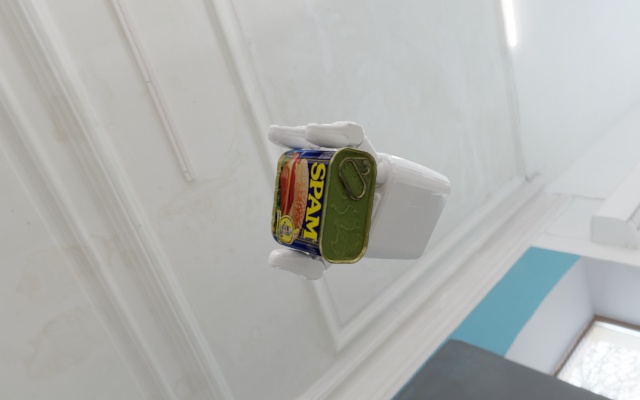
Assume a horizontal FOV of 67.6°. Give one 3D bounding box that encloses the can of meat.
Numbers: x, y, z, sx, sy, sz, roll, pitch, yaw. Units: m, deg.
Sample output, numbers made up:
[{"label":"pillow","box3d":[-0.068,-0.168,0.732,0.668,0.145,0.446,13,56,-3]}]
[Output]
[{"label":"can of meat","box3d":[0.000,0.002,0.450,0.057,0.102,0.084,6,2,-40]}]
